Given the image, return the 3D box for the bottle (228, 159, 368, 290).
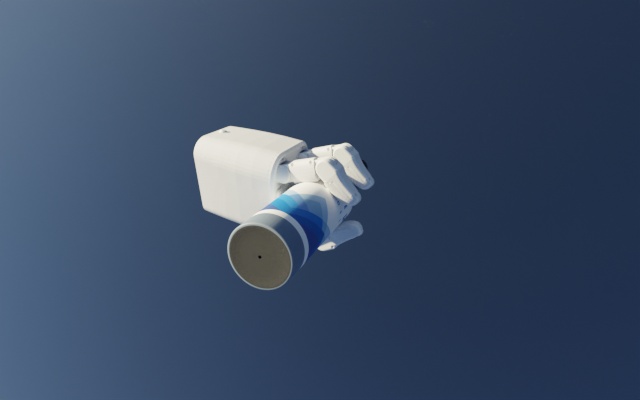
[{"bbox_3d":[0.000,0.002,0.549,0.069,0.069,0.295,0,19,23],"label":"bottle"}]
